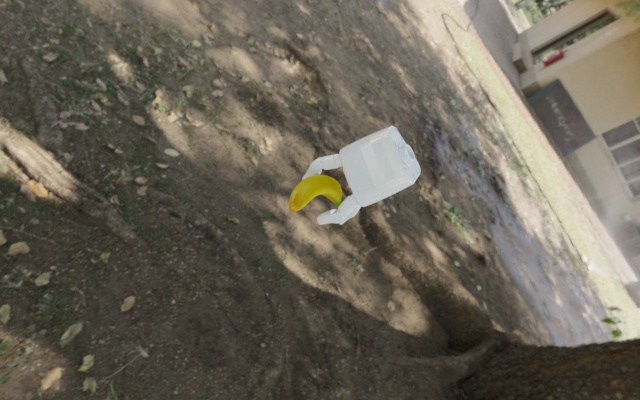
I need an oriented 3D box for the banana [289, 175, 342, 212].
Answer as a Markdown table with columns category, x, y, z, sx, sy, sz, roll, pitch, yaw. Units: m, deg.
| category | x | y | z | sx | sy | sz | roll | pitch | yaw |
| --- | --- | --- | --- | --- | --- | --- | --- | --- | --- |
| banana | -0.003 | -0.015 | 0.887 | 0.037 | 0.069 | 0.198 | -21 | -11 | 28 |
